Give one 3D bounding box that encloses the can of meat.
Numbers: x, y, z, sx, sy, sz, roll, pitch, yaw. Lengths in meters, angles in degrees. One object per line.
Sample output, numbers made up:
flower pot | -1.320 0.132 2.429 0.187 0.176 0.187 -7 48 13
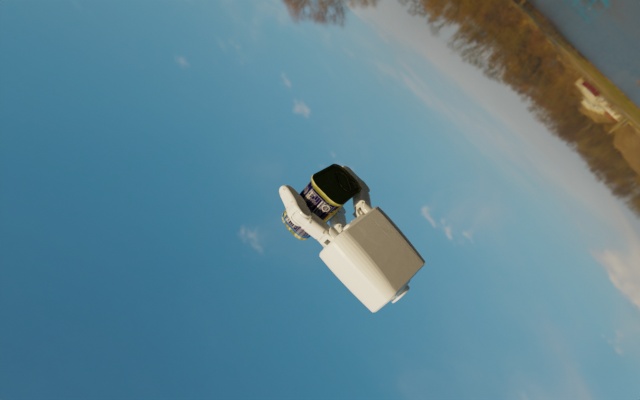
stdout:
can of meat | 0.000 0.002 0.686 0.084 0.057 0.102 -48 -7 29
